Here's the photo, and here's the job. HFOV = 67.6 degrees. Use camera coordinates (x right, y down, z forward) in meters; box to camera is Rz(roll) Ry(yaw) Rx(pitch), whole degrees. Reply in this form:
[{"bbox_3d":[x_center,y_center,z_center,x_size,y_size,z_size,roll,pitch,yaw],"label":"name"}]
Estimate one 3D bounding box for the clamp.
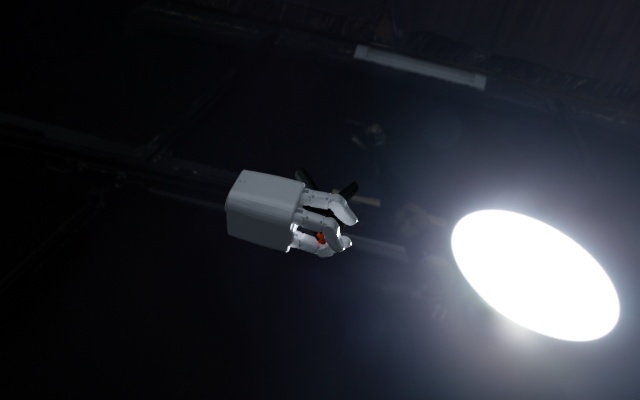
[{"bbox_3d":[0.000,0.003,0.825,0.120,0.039,0.171,15,36,2],"label":"clamp"}]
